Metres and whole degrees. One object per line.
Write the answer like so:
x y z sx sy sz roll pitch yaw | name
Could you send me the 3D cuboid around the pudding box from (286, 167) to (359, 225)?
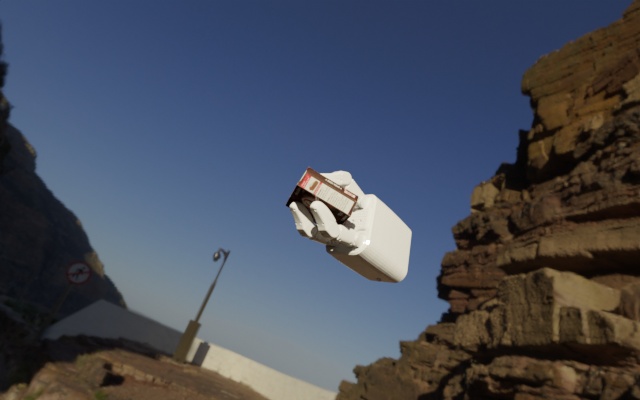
0.000 0.002 0.728 0.090 0.039 0.113 30 -23 -3 | pudding box
